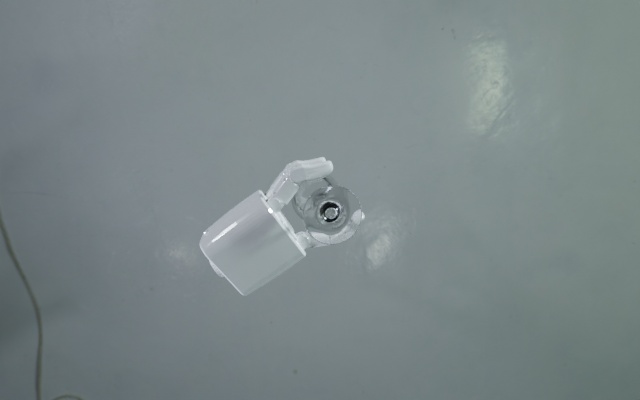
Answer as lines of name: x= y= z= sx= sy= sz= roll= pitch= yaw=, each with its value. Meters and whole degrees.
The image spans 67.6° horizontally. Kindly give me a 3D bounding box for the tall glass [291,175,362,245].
tall glass: x=0.000 y=0.002 z=0.681 sx=0.079 sy=0.079 sz=0.201 roll=0 pitch=9 yaw=-8
